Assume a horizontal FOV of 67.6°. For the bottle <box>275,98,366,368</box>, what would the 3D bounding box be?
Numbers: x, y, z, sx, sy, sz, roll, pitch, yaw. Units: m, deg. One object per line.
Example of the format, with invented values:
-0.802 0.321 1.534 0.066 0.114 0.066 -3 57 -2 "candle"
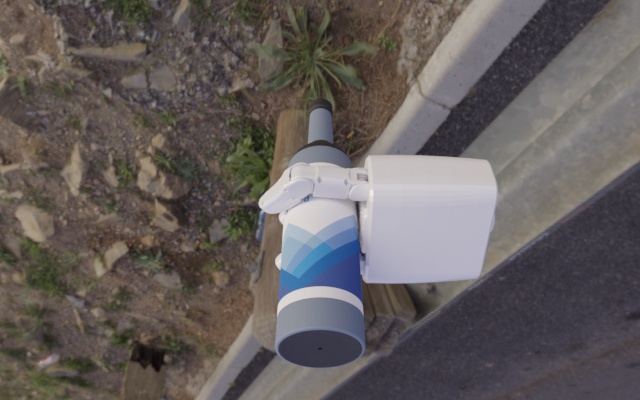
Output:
0.000 0.002 0.449 0.069 0.295 0.069 0 -43 0 "bottle"
